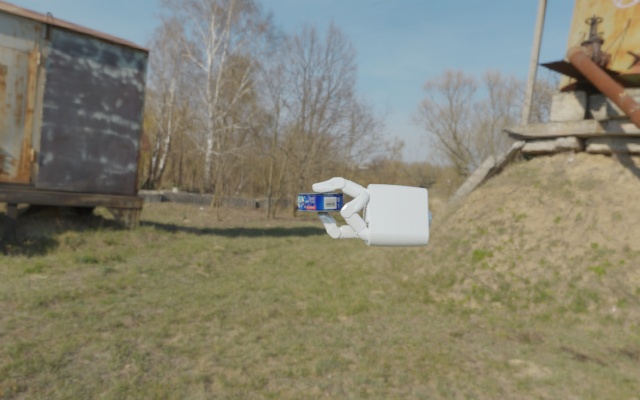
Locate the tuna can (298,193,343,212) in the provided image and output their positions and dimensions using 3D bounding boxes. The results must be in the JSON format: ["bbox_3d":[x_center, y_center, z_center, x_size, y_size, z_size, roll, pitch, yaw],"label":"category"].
[{"bbox_3d":[0.000,0.002,0.894,0.086,0.034,0.086,0,2,0],"label":"tuna can"}]
